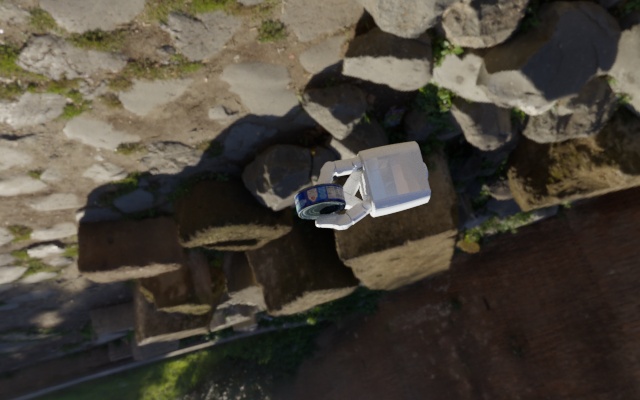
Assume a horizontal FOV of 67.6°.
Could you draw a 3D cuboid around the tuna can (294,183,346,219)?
[{"bbox_3d":[0.000,0.003,0.814,0.086,0.033,0.086,-10,-19,-4],"label":"tuna can"}]
